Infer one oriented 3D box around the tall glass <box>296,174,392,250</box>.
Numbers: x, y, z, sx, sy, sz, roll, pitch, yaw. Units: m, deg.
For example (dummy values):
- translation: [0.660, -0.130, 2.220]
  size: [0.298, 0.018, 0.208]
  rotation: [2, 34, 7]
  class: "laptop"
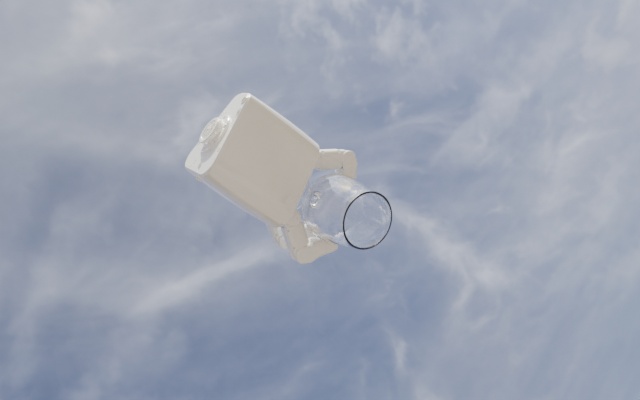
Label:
- translation: [0.000, 0.002, 0.572]
  size: [0.079, 0.079, 0.201]
  rotation: [0, 11, -30]
  class: "tall glass"
